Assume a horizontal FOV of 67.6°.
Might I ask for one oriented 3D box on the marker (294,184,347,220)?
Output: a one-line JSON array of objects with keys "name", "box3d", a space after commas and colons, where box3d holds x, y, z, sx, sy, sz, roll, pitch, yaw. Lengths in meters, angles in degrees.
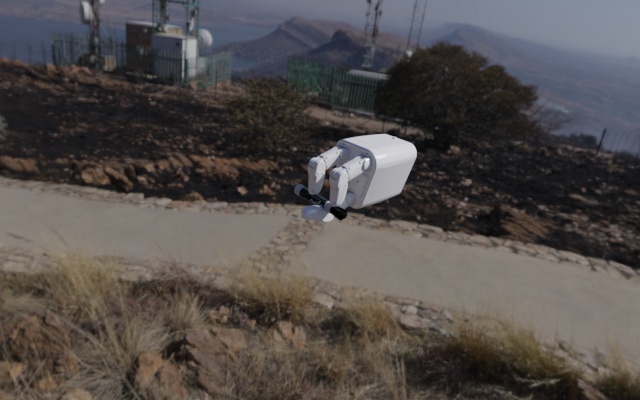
[{"name": "marker", "box3d": [0.000, 0.002, 0.777, 0.020, 0.020, 0.121, 0, 21, -43]}]
